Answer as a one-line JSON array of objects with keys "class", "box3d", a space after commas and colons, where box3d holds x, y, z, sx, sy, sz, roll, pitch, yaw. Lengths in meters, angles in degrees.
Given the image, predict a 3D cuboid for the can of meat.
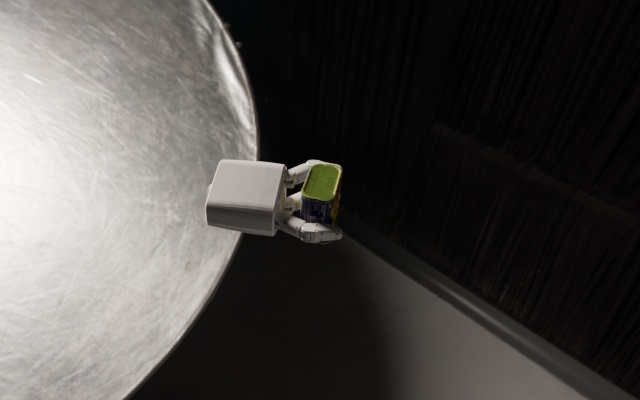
[{"class": "can of meat", "box3d": [0.000, 0.002, 0.744, 0.057, 0.084, 0.102, 9, 38, 6]}]
